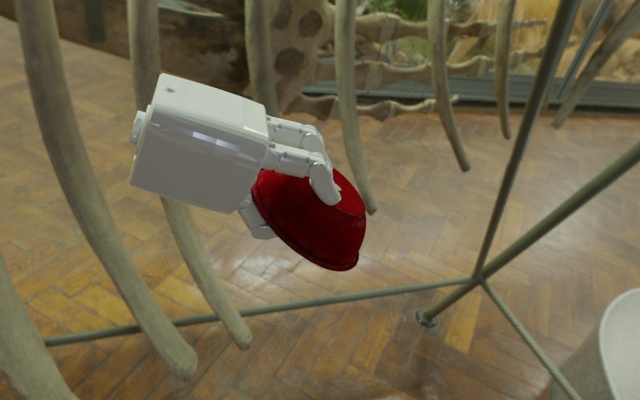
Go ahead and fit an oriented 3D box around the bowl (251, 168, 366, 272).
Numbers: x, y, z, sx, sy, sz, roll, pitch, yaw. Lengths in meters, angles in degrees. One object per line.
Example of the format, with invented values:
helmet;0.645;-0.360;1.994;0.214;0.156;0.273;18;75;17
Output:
bowl;0.001;0.002;0.550;0.055;0.162;0.162;-46;-22;23
